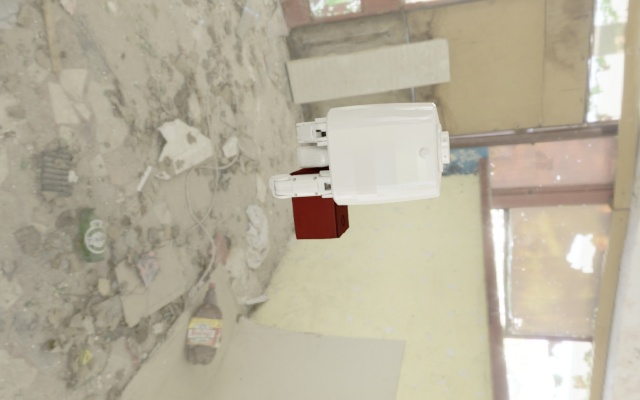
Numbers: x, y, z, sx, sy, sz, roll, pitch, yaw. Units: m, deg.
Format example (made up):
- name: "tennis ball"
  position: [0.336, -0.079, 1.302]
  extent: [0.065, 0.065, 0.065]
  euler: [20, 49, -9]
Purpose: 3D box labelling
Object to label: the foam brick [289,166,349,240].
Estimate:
- name: "foam brick"
  position: [0.000, 0.002, 0.541]
  extent: [0.051, 0.078, 0.053]
  euler: [-2, 10, 16]
